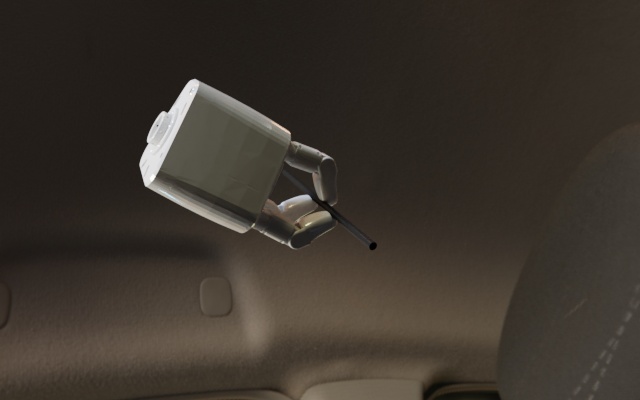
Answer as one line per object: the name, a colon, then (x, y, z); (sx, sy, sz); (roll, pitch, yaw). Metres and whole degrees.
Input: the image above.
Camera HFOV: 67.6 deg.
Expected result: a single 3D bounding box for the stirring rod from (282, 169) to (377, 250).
stirring rod: (0.000, 0.002, 0.532); (0.011, 0.011, 0.239); (0, 19, -25)
